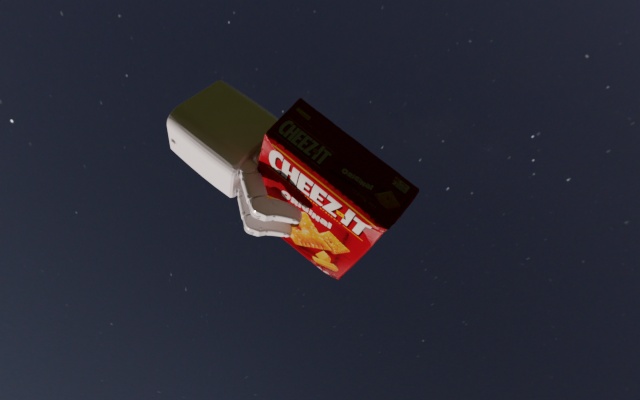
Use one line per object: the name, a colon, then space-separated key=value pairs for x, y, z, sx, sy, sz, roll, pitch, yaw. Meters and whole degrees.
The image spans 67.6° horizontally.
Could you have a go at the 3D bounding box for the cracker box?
cracker box: x=0.000 y=0.002 z=0.586 sx=0.164 sy=0.072 sz=0.214 roll=38 pitch=-25 yaw=5
